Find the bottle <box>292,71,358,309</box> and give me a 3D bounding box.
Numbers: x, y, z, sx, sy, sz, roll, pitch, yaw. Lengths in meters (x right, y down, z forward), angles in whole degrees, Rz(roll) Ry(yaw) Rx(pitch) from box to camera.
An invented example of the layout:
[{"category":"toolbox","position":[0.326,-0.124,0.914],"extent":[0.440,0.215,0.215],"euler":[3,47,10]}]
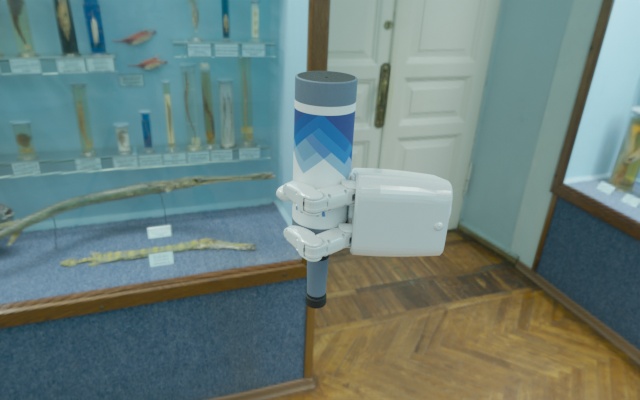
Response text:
[{"category":"bottle","position":[0.000,0.002,0.568],"extent":[0.069,0.296,0.069],"euler":[2,25,-1]}]
